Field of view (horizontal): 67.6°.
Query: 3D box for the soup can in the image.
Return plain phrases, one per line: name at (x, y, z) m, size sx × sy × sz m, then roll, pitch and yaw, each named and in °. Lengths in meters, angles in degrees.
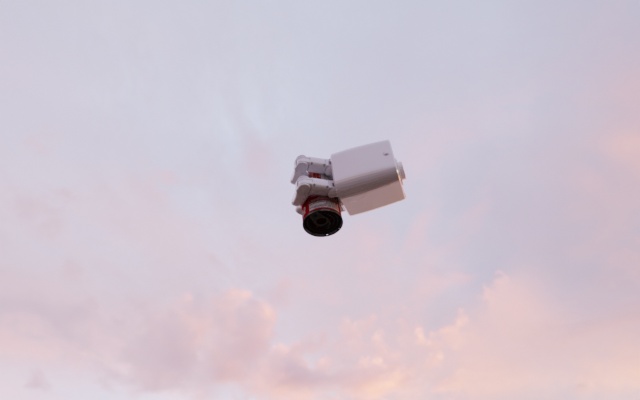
soup can at (0.000, 0.003, 0.826) m, size 0.068 × 0.102 × 0.069 m, roll -3°, pitch -44°, yaw -3°
